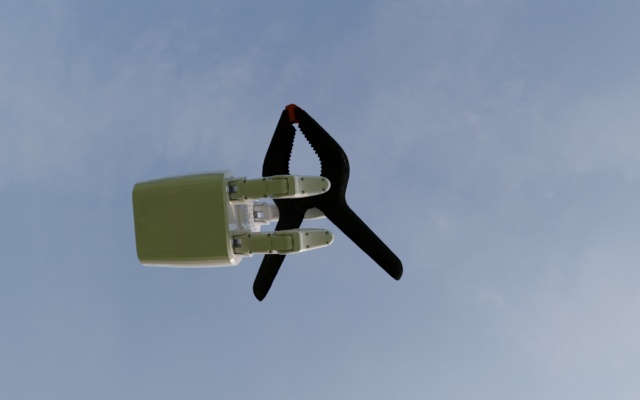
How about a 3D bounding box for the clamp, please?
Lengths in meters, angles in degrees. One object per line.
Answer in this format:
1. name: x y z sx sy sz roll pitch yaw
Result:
1. clamp: 0.000 0.001 0.511 0.164 0.210 0.036 -4 3 9
